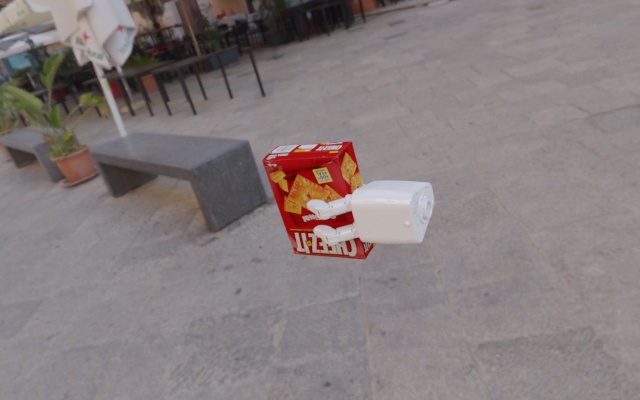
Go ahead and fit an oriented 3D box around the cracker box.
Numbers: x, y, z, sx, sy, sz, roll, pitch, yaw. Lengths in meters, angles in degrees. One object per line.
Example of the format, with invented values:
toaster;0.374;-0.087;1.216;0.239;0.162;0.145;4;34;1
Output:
cracker box;0.000;0.003;0.886;0.164;0.214;0.072;1;31;32
